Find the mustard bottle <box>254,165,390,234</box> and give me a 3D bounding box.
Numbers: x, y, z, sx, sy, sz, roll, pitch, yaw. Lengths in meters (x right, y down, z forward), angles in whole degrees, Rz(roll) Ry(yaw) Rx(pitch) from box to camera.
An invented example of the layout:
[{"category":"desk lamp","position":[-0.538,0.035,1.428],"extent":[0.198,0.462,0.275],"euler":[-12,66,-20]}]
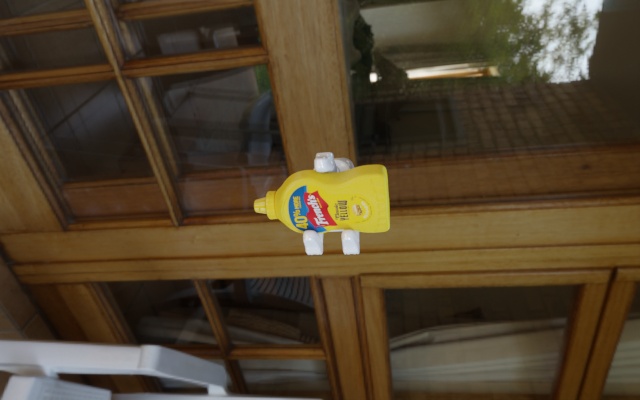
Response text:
[{"category":"mustard bottle","position":[0.000,0.002,0.677],"extent":[0.191,0.096,0.058],"euler":[-3,33,10]}]
